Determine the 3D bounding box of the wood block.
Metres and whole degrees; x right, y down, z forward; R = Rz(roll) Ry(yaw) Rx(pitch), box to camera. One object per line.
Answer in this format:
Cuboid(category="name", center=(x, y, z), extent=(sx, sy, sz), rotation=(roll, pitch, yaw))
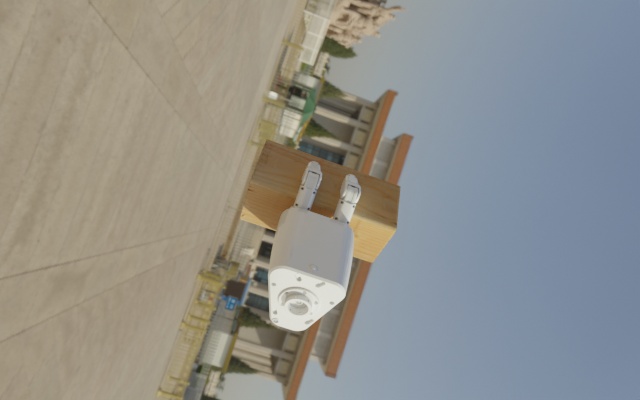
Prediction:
Cuboid(category="wood block", center=(0.000, 0.003, 0.691), extent=(0.206, 0.090, 0.091), rotation=(19, -43, -6))
